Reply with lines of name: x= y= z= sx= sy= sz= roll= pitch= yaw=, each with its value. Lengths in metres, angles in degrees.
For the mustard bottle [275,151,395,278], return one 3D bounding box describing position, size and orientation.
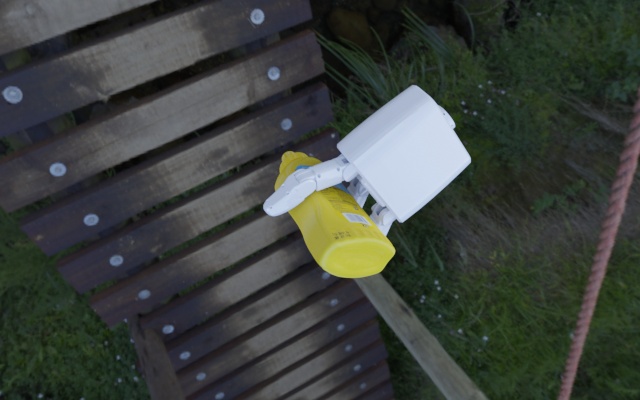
mustard bottle: x=0.000 y=0.002 z=0.547 sx=0.096 sy=0.058 sz=0.191 roll=10 pitch=32 yaw=-39
